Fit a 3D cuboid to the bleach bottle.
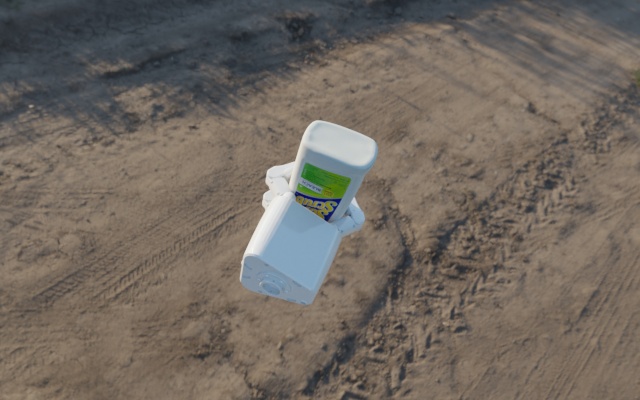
[{"bbox_3d":[0.000,0.002,0.709,0.102,0.068,0.251,22,-41,3],"label":"bleach bottle"}]
